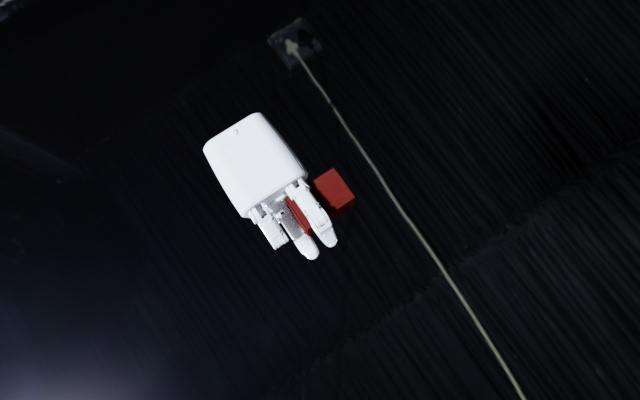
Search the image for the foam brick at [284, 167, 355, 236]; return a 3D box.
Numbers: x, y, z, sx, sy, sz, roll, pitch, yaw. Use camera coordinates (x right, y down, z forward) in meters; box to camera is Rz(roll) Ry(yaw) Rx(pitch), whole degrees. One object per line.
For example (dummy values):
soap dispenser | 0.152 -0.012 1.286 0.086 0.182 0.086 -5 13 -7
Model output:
foam brick | 0.000 0.002 0.628 0.078 0.051 0.053 -33 -13 -7
